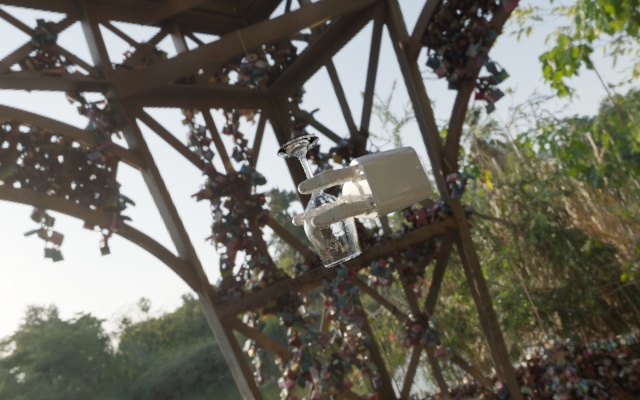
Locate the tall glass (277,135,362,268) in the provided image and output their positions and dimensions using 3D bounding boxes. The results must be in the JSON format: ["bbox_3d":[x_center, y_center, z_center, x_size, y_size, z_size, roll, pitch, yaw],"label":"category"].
[{"bbox_3d":[0.000,0.002,0.755,0.079,0.201,0.079,-21,-11,-4],"label":"tall glass"}]
